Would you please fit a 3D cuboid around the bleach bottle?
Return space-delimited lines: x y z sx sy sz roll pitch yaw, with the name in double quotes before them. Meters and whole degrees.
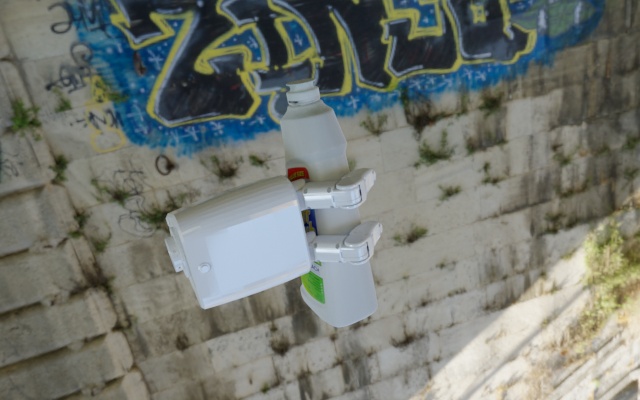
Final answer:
"bleach bottle" 0.000 0.002 0.498 0.068 0.251 0.102 -19 23 -20
